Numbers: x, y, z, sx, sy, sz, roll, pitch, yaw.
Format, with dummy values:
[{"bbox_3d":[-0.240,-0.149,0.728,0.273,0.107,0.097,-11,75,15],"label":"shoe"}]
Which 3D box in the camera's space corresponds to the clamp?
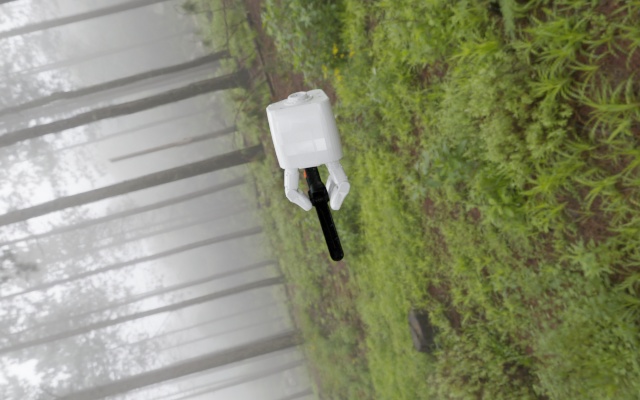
[{"bbox_3d":[-0.001,0.003,0.883,0.036,0.165,0.210,-16,27,-2],"label":"clamp"}]
